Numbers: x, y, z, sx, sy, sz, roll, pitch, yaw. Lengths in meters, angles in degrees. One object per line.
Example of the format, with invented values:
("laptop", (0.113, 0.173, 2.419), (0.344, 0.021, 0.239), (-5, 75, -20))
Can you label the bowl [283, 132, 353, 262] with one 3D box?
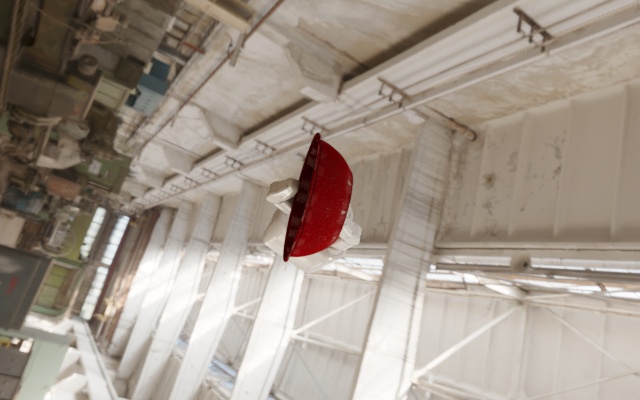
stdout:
("bowl", (0.001, 0.002, 0.580), (0.055, 0.162, 0.162), (14, -2, -7))
